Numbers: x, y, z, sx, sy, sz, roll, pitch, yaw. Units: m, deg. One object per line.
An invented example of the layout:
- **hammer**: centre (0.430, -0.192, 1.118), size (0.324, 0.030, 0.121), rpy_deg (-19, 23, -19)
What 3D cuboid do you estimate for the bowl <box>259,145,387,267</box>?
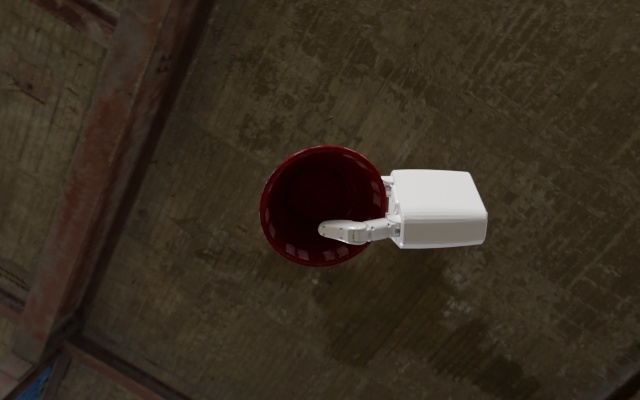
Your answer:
- **bowl**: centre (-0.001, 0.002, 0.611), size (0.162, 0.162, 0.055), rpy_deg (0, 21, -13)
